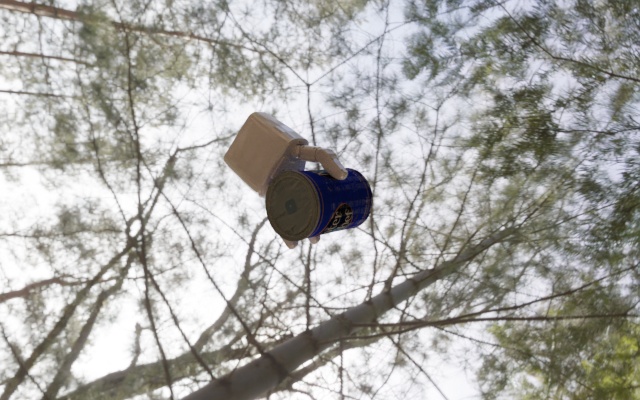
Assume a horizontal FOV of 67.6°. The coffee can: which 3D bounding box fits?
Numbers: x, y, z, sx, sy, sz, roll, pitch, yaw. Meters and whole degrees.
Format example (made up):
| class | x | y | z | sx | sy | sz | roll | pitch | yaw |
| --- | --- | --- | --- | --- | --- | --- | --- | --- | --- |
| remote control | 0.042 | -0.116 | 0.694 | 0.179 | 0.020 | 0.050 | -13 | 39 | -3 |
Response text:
| class | x | y | z | sx | sy | sz | roll | pitch | yaw |
| --- | --- | --- | --- | --- | --- | --- | --- | --- | --- |
| coffee can | 0.000 | 0.002 | 0.736 | 0.103 | 0.103 | 0.140 | 0 | 5 | 39 |
